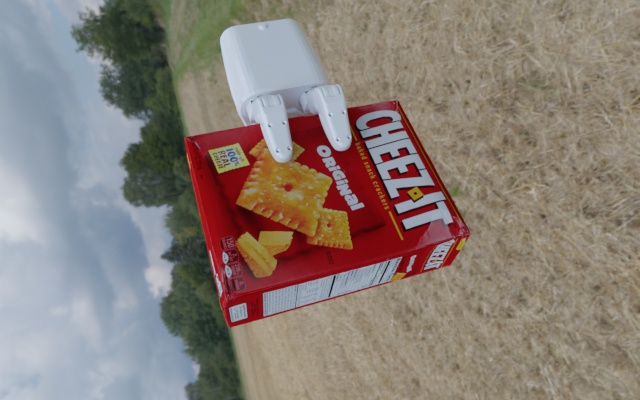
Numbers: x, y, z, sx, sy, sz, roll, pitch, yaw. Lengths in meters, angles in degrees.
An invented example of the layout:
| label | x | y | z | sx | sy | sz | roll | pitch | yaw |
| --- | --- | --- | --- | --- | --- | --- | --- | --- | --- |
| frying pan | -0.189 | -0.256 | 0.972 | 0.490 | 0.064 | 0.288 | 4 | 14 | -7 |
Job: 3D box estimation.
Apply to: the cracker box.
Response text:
| label | x | y | z | sx | sy | sz | roll | pitch | yaw |
| --- | --- | --- | --- | --- | --- | --- | --- | --- | --- |
| cracker box | 0.000 | 0.002 | 0.436 | 0.213 | 0.164 | 0.072 | -13 | -30 | -14 |
